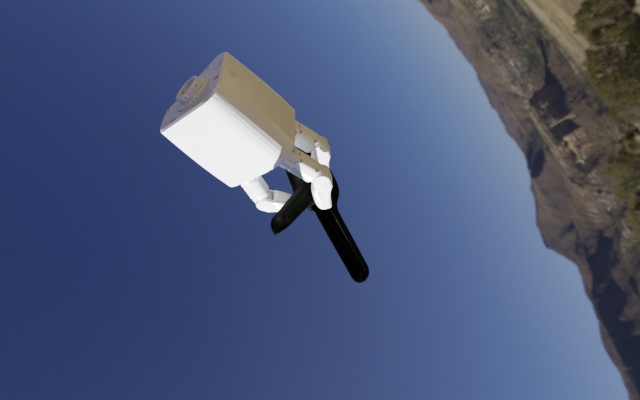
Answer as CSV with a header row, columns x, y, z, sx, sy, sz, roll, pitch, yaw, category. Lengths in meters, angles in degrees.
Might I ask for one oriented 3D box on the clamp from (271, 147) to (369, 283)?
x,y,z,sx,sy,sz,roll,pitch,yaw,category
-0.001,0.002,0.624,0.036,0.209,0.165,-32,-53,24,clamp
